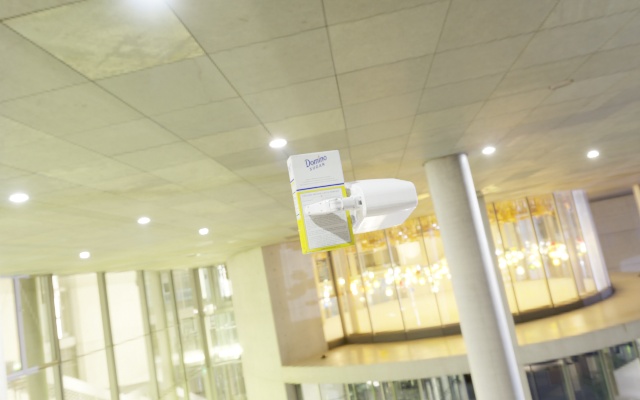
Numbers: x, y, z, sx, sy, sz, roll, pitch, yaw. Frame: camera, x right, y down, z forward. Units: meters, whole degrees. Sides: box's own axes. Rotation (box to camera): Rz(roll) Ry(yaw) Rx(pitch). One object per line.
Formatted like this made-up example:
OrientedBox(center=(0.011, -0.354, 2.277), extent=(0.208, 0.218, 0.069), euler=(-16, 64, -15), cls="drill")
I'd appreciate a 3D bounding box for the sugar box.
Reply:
OrientedBox(center=(0.000, 0.003, 0.863), extent=(0.093, 0.176, 0.048), euler=(-8, -8, -14), cls="sugar box")
